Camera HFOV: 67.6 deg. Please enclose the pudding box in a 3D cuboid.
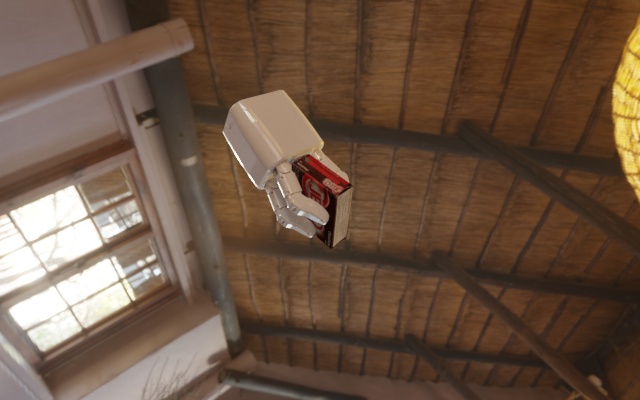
[{"bbox_3d":[0.000,0.002,0.686,0.039,0.114,0.090,-33,55,-28],"label":"pudding box"}]
